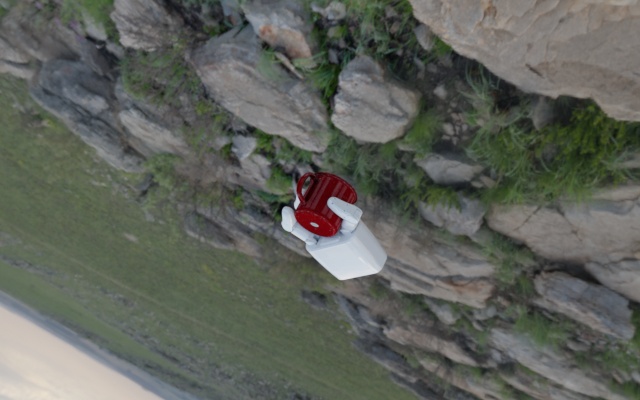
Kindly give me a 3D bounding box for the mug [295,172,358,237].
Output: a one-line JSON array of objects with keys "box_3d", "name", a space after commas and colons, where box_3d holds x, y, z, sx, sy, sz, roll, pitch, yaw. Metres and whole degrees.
[{"box_3d": [-0.001, 0.002, 0.829, 0.093, 0.081, 0.117, -1, -40, 44], "name": "mug"}]
